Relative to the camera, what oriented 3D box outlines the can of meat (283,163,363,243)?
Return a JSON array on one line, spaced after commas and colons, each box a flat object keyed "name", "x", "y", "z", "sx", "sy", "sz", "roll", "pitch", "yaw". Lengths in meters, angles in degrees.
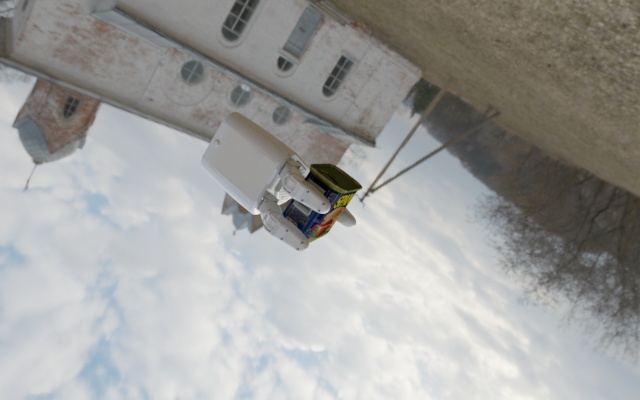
[{"name": "can of meat", "x": 0.000, "y": 0.002, "z": 0.620, "sx": 0.057, "sy": 0.084, "sz": 0.102, "roll": 38, "pitch": 15, "yaw": 13}]
